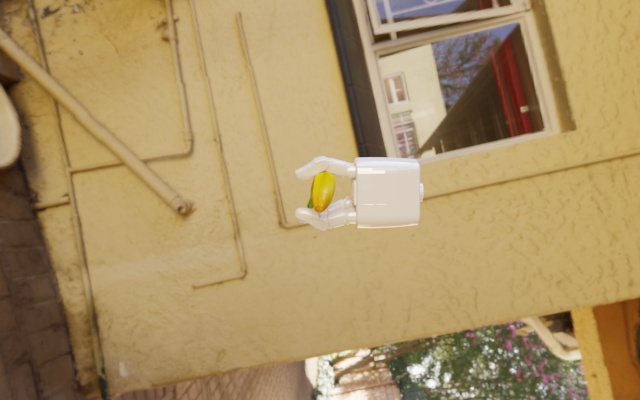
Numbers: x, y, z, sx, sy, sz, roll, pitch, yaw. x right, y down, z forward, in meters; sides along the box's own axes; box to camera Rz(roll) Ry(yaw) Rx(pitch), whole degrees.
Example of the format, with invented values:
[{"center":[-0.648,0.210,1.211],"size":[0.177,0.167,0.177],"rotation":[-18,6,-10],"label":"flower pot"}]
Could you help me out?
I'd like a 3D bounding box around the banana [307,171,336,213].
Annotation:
[{"center":[0.004,-0.016,0.795],"size":[0.037,0.069,0.198],"rotation":[11,-1,-3],"label":"banana"}]
